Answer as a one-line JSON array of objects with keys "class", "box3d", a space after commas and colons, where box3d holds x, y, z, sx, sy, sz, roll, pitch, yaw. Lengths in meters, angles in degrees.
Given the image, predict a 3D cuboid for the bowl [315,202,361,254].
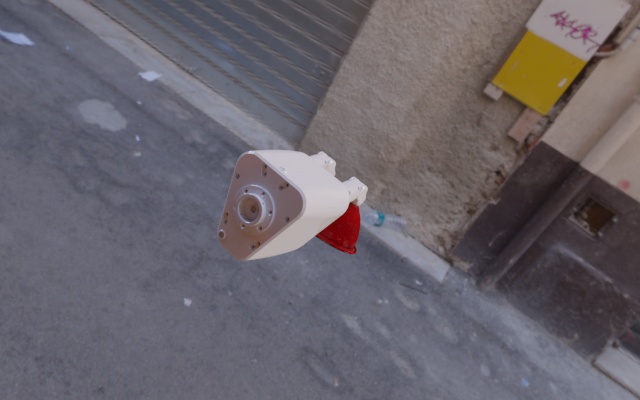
[{"class": "bowl", "box3d": [0.001, 0.002, 0.652, 0.162, 0.055, 0.162, 37, 8, -6]}]
